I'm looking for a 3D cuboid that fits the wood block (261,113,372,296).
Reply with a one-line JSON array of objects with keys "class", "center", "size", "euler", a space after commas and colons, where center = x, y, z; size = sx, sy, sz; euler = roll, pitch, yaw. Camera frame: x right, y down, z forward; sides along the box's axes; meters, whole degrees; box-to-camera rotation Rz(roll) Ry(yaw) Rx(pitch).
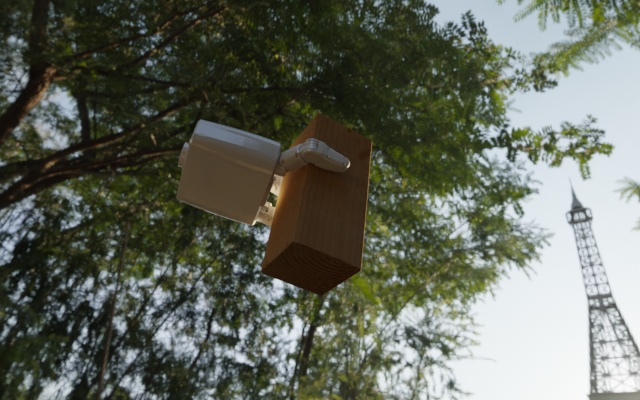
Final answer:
[{"class": "wood block", "center": [0.000, 0.002, 0.613], "size": [0.090, 0.206, 0.091], "euler": [25, -40, -20]}]
